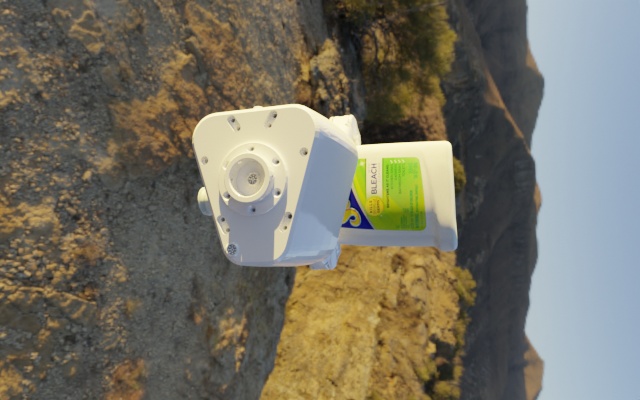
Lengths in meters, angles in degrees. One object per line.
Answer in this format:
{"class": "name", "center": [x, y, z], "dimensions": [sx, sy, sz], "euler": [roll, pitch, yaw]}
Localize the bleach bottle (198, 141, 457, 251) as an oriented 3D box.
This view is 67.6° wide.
{"class": "bleach bottle", "center": [0.000, 0.001, 0.463], "dimensions": [0.251, 0.102, 0.068], "euler": [-4, -4, 16]}
